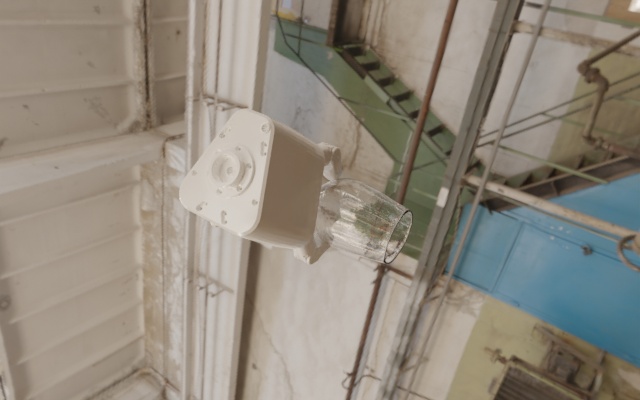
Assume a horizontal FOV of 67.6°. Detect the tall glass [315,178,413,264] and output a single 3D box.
[{"bbox_3d":[0.000,0.001,0.539,0.201,0.079,0.079,24,11,25],"label":"tall glass"}]
